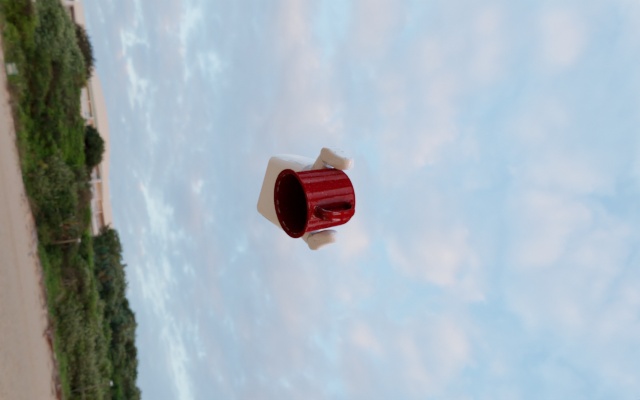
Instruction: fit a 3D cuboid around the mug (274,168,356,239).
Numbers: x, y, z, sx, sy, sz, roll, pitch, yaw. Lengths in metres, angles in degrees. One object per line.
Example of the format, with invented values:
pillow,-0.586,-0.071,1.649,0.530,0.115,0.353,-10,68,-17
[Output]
mug,0.001,0.002,0.638,0.081,0.093,0.117,-9,19,-32
